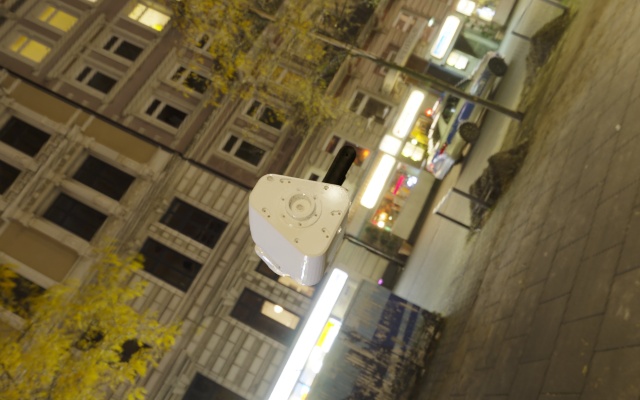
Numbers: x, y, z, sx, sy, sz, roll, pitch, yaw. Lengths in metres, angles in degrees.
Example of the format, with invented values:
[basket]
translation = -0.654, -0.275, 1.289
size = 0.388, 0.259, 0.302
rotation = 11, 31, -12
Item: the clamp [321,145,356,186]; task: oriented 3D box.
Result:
[clamp]
translation = -0.001, 0.002, 0.667
size = 0.039, 0.171, 0.120
rotation = 26, -24, 7
